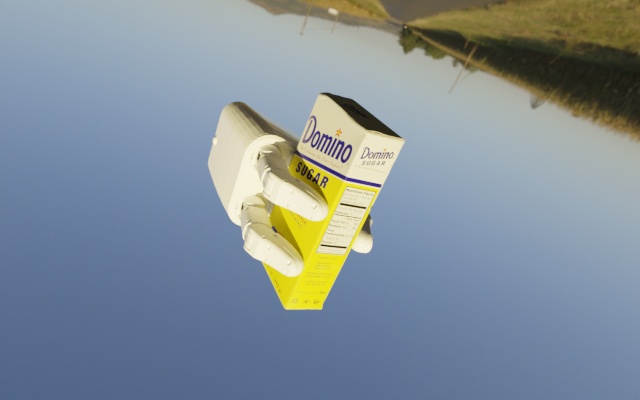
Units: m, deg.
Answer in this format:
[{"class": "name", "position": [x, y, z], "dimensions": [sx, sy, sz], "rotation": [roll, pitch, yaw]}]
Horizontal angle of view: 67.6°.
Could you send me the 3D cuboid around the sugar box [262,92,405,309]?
[{"class": "sugar box", "position": [-0.001, 0.001, 0.428], "dimensions": [0.048, 0.176, 0.093], "rotation": [6, 27, -31]}]
